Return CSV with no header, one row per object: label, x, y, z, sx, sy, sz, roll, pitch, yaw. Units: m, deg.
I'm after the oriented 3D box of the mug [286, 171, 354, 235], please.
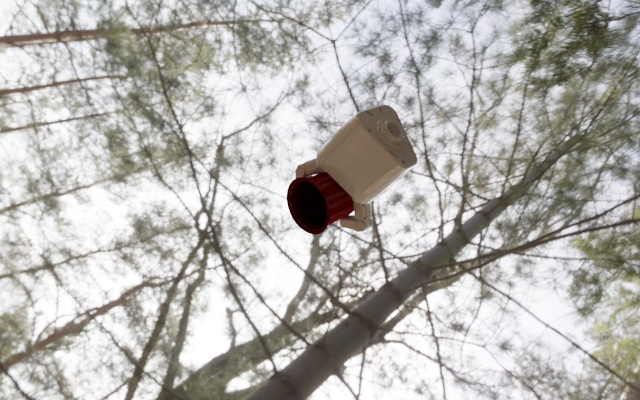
mug,0.000,0.003,0.770,0.081,0.093,0.117,-24,-11,-42
